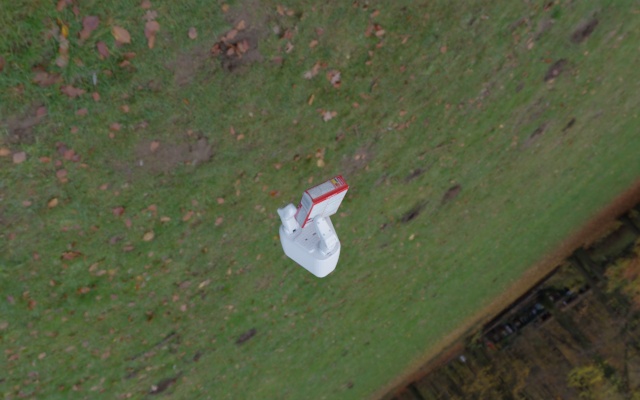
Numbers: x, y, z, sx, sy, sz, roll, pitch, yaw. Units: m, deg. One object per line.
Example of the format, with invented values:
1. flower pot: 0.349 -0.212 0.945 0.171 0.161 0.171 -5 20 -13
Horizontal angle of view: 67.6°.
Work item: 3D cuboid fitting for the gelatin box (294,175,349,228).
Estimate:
1. gelatin box: 0.000 0.003 0.793 0.073 0.030 0.089 -25 -21 -27
